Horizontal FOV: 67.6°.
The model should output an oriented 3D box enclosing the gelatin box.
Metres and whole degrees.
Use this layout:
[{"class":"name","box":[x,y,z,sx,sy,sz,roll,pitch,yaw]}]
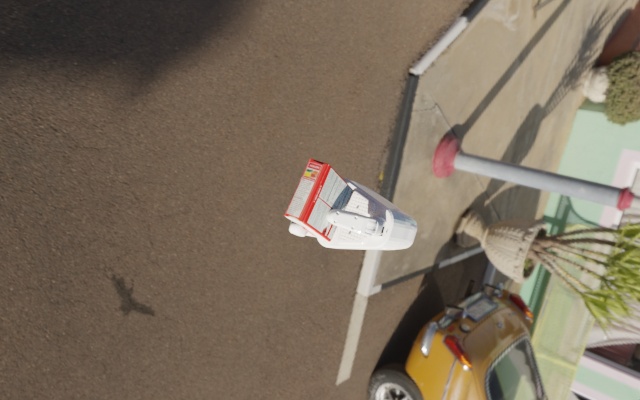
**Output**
[{"class":"gelatin box","box":[0.000,0.002,0.567,0.030,0.073,0.089,19,-10,28]}]
